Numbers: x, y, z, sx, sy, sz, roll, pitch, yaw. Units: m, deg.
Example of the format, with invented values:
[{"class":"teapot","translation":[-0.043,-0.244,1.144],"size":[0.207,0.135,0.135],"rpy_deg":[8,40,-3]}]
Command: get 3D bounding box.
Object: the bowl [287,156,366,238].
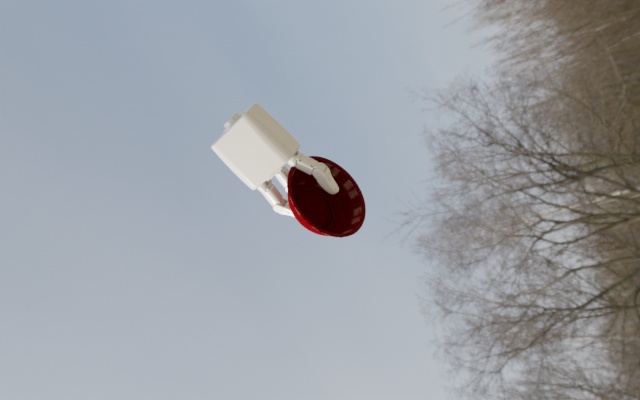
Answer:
[{"class":"bowl","translation":[0.001,0.004,0.845],"size":[0.162,0.162,0.055],"rpy_deg":[0,-29,-37]}]
